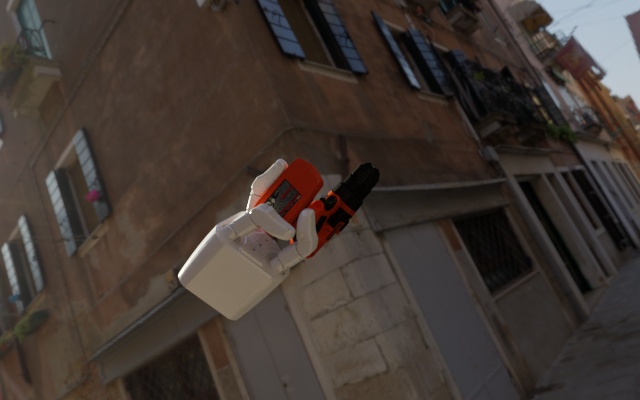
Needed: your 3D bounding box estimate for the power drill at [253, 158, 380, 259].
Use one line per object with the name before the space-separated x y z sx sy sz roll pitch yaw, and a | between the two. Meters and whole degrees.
power drill | 0.000 0.002 0.685 0.057 0.184 0.188 43 6 25
